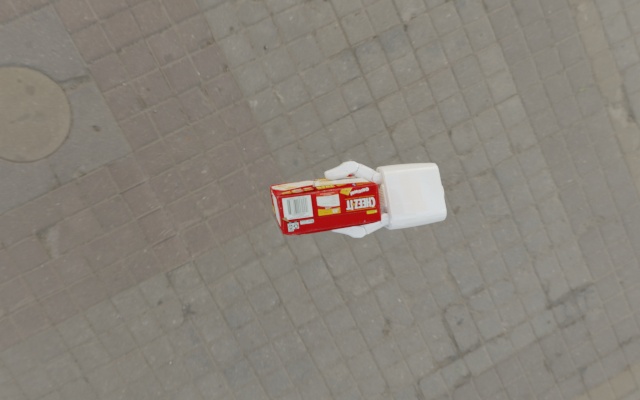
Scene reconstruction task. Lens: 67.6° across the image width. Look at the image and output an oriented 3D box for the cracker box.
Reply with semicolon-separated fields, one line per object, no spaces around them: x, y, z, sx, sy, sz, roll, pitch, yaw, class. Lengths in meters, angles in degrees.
0.000;0.003;0.850;0.164;0.072;0.213;-8;7;-8;cracker box
